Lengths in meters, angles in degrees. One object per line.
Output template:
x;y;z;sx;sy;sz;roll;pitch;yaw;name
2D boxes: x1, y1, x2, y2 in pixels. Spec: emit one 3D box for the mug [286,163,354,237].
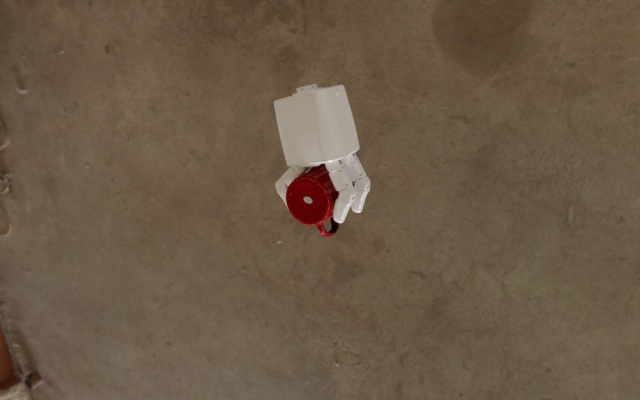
0.000;0.004;0.771;0.093;0.117;0.081;-9;12;30;mug
